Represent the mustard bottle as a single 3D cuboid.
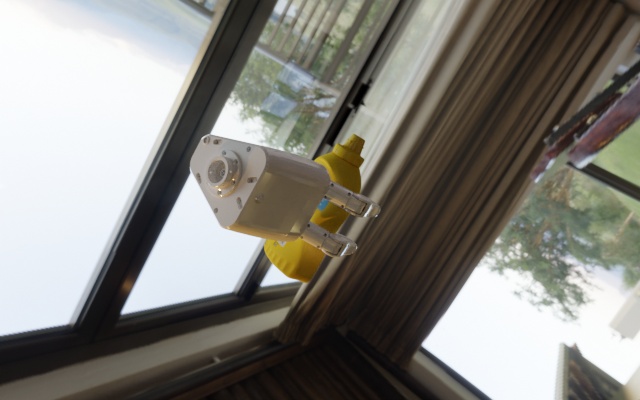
[{"bbox_3d":[0.000,0.002,0.609,0.058,0.191,0.096,24,11,-32],"label":"mustard bottle"}]
